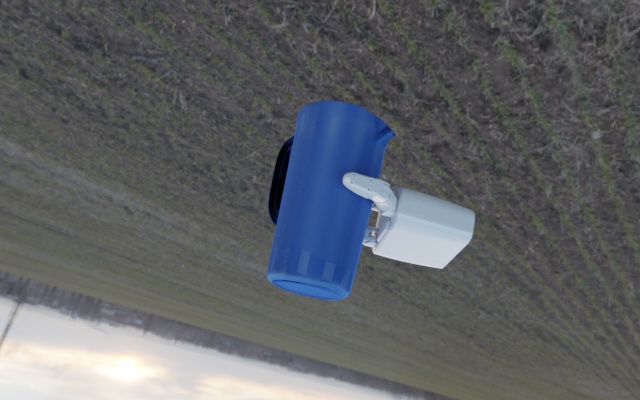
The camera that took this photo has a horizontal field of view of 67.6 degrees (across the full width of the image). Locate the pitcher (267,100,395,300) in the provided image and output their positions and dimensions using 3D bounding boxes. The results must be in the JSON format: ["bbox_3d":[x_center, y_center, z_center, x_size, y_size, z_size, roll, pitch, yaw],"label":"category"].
[{"bbox_3d":[0.000,0.002,0.641,0.145,0.242,0.149,15,-19,-6],"label":"pitcher"}]
